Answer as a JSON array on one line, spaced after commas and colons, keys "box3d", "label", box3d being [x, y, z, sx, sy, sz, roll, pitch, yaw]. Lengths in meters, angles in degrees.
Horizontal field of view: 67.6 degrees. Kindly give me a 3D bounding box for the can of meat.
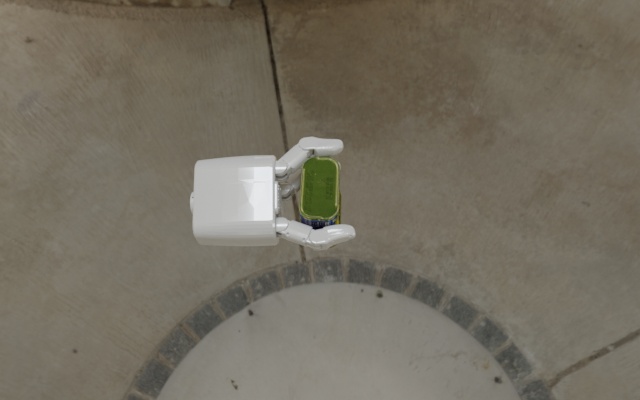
[{"box3d": [0.000, 0.002, 0.656, 0.057, 0.102, 0.084, 1, -30, 3], "label": "can of meat"}]
